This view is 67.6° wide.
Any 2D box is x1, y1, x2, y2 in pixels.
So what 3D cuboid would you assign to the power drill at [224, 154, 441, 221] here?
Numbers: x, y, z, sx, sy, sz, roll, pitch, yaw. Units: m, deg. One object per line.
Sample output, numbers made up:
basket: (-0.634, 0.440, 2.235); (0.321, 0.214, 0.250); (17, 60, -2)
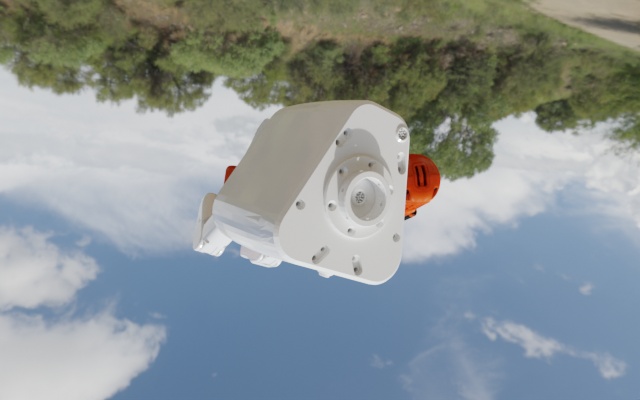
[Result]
power drill: (0.000, 0.002, 0.469); (0.187, 0.057, 0.184); (-5, -13, -13)
